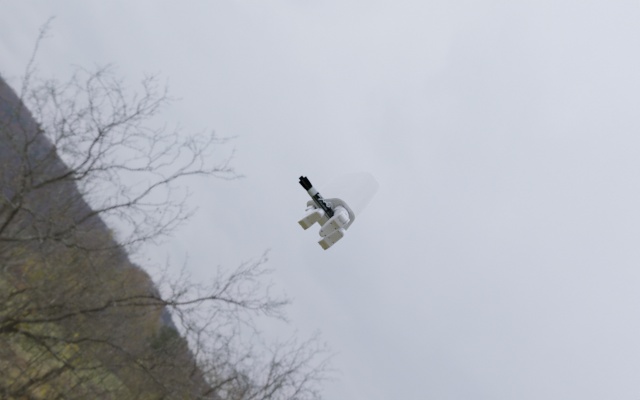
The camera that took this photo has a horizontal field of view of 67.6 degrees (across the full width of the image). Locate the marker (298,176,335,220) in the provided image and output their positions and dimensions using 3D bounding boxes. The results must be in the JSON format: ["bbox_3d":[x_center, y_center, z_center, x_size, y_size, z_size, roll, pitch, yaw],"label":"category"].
[{"bbox_3d":[0.000,0.003,0.886,0.020,0.121,0.020,-38,9,7],"label":"marker"}]
